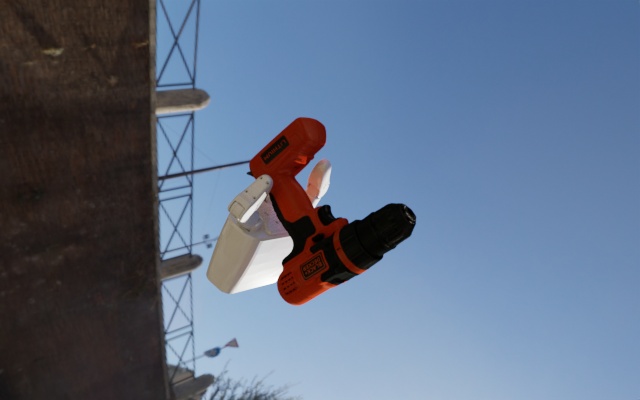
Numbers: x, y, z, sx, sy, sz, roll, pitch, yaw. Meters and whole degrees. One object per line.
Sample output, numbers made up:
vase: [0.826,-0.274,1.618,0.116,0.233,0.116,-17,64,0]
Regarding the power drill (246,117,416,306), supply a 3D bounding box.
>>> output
power drill: [0.000,0.002,0.536,0.184,0.187,0.057,-36,-28,28]
